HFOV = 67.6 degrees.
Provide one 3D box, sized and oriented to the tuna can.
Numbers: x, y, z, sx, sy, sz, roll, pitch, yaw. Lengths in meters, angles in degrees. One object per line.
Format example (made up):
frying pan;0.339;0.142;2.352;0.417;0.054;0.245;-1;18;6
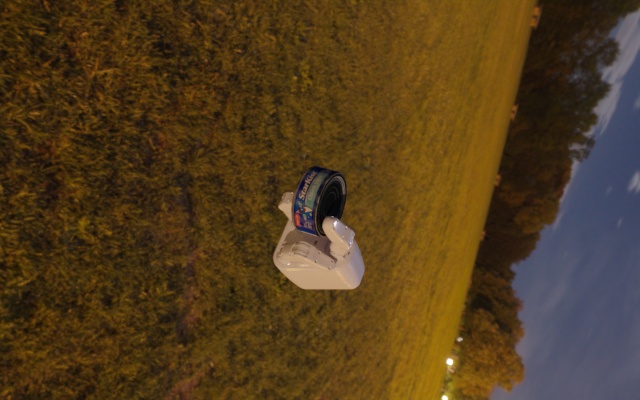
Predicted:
tuna can;0.001;0.002;0.594;0.033;0.086;0.086;15;7;25
